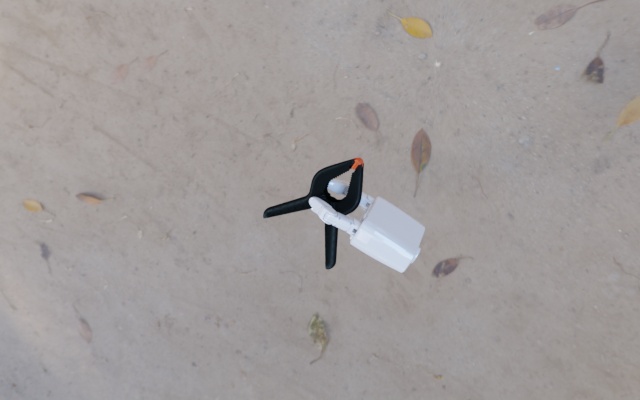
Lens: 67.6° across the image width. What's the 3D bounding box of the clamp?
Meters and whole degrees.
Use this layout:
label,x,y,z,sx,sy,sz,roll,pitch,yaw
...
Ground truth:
label,x,y,z,sx,sy,sz,roll,pitch,yaw
clamp,0.000,0.003,0.858,0.164,0.210,0.036,32,20,5
